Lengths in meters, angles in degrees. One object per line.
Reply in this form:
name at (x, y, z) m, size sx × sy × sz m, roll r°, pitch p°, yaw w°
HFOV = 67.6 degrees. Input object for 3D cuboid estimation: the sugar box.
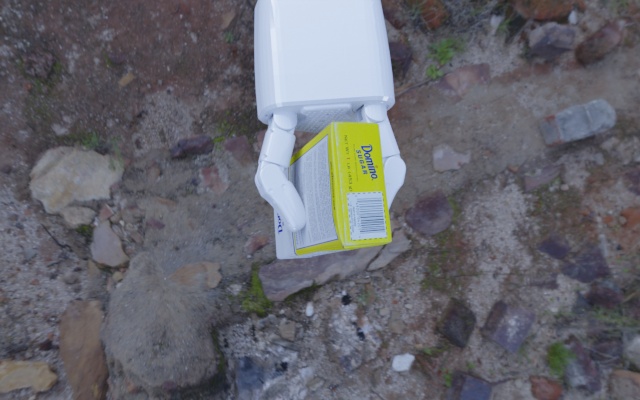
sugar box at (0.001, 0.001, 0.424) m, size 0.048 × 0.093 × 0.176 m, roll -2°, pitch -8°, yaw -18°
